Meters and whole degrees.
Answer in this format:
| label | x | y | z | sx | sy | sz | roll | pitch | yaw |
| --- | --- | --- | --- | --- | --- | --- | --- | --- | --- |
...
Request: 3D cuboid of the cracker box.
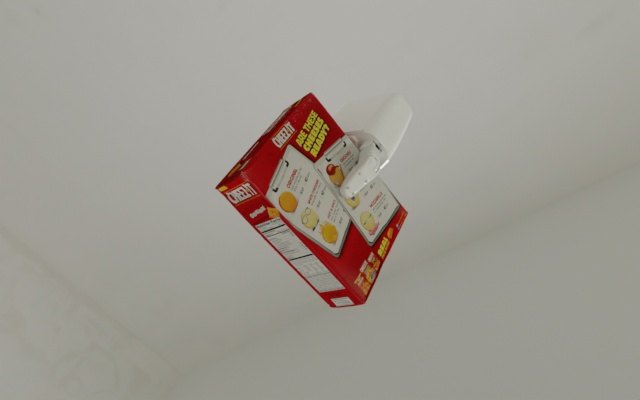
| label | x | y | z | sx | sy | sz | roll | pitch | yaw |
| --- | --- | --- | --- | --- | --- | --- | --- | --- | --- |
| cracker box | 0.000 | 0.002 | 0.593 | 0.072 | 0.214 | 0.164 | -22 | 26 | 46 |
